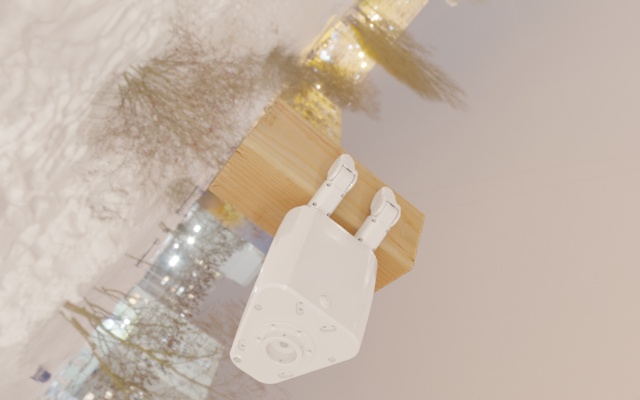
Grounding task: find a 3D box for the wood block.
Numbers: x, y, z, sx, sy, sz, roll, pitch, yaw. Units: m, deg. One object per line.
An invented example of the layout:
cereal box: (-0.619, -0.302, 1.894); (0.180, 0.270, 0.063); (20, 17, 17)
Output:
wood block: (0.000, 0.002, 0.513); (0.206, 0.090, 0.091); (38, -48, -11)
